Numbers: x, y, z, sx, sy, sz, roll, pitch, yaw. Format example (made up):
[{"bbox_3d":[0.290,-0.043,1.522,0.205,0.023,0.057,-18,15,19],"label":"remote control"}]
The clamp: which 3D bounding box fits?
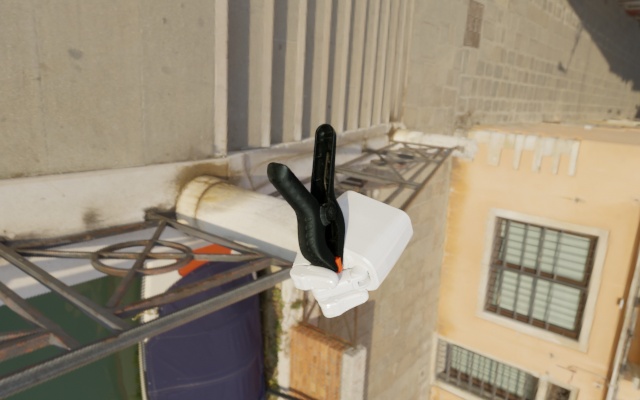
[{"bbox_3d":[0.001,0.002,0.539,0.039,0.172,0.120,10,42,34],"label":"clamp"}]
